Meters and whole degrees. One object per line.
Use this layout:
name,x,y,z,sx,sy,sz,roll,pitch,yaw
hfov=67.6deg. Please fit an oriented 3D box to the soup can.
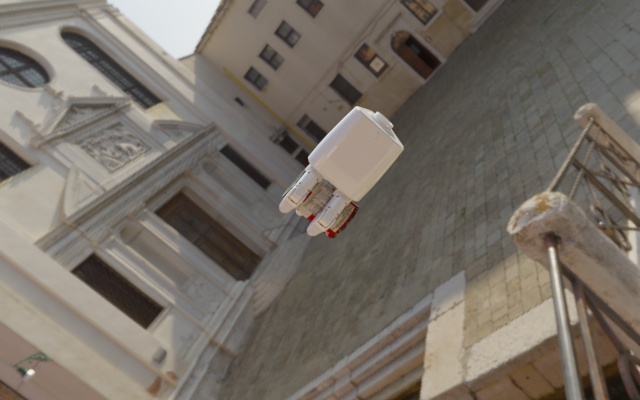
soup can,0.000,0.003,0.741,0.102,0.068,0.068,40,-6,-6
